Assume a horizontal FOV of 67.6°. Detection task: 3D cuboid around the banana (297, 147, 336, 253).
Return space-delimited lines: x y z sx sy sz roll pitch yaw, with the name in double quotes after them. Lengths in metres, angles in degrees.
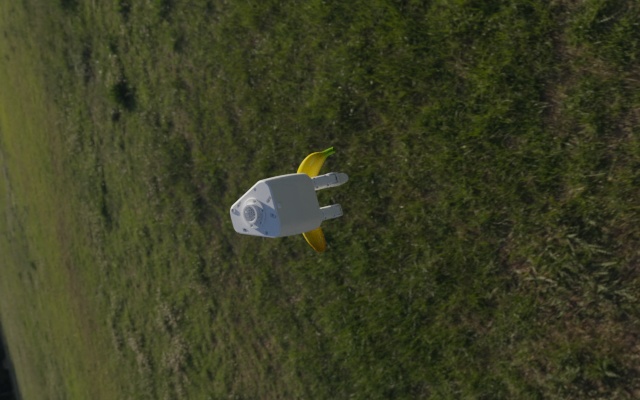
-0.017 -0.003 0.885 0.069 0.198 0.037 8 8 21 "banana"
